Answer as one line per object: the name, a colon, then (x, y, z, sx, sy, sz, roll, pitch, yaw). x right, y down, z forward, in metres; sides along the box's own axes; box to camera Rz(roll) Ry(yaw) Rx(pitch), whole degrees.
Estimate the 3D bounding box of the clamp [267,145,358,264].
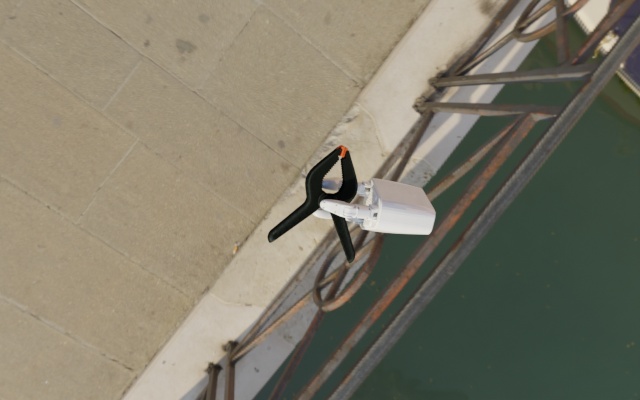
clamp: (0.001, 0.002, 0.846, 0.164, 0.210, 0.036, 9, 11, -11)
